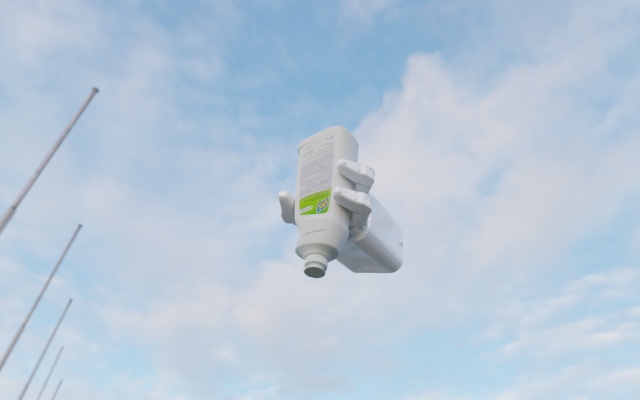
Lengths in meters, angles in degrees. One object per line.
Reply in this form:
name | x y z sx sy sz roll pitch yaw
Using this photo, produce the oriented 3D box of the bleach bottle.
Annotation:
bleach bottle | 0.000 0.002 0.705 0.102 0.250 0.068 -23 -49 32
